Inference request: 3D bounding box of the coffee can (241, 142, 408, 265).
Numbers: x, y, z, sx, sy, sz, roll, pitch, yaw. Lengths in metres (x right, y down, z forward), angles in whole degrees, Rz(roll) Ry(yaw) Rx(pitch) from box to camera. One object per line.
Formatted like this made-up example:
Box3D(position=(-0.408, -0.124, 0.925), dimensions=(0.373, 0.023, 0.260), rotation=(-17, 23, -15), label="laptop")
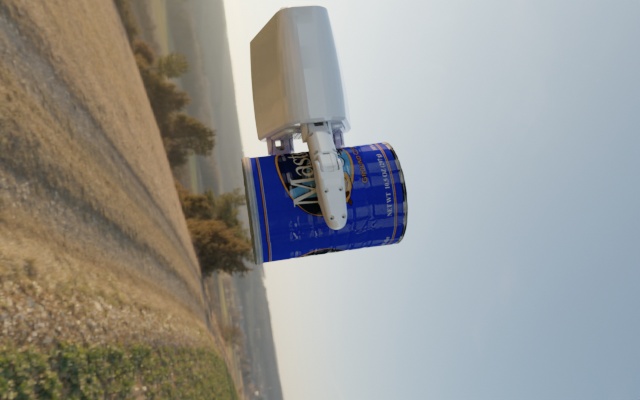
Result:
Box3D(position=(0.000, 0.002, 0.462), dimensions=(0.140, 0.103, 0.103), rotation=(-7, 1, -10), label="coffee can")
